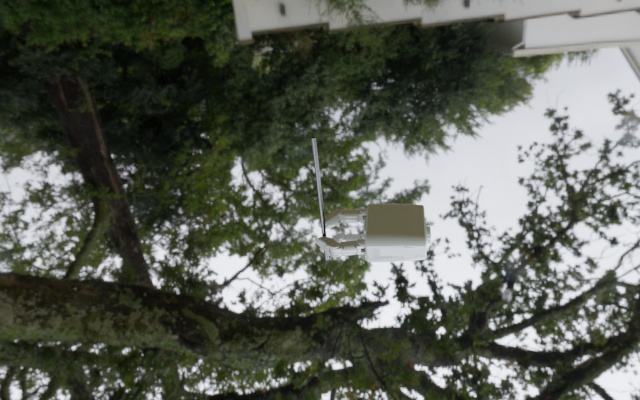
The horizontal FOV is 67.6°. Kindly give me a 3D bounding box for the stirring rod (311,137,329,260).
[{"bbox_3d":[0.000,0.003,0.859,0.011,0.240,0.011,-5,24,2],"label":"stirring rod"}]
